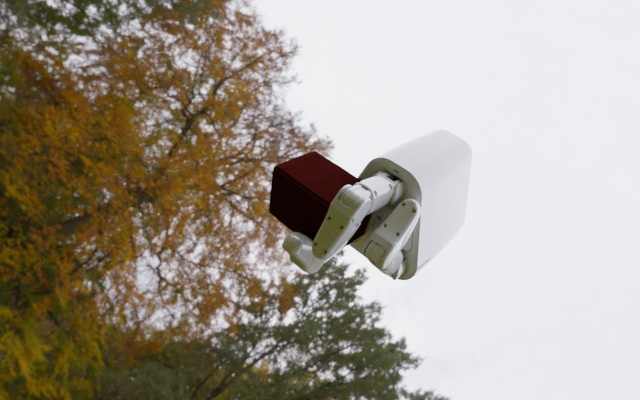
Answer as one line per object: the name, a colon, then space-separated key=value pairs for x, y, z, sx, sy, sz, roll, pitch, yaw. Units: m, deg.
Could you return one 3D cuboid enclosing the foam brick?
foam brick: x=0.000 y=0.001 z=0.422 sx=0.078 sy=0.053 sz=0.051 roll=36 pitch=44 yaw=26
